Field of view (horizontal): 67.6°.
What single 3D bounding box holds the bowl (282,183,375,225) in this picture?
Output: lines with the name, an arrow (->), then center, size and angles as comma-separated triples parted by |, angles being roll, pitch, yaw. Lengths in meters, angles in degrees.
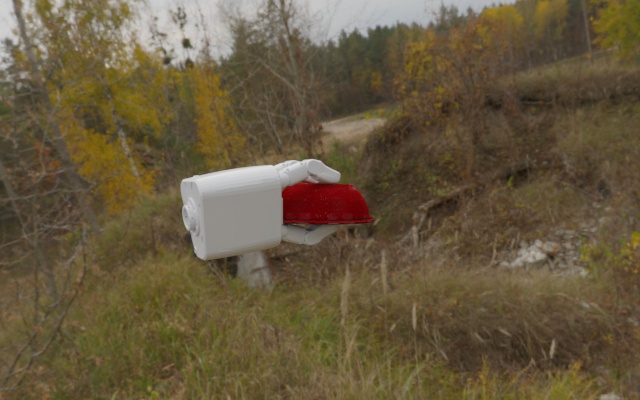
bowl -> 0.001, 0.002, 0.705 | 0.162, 0.055, 0.162 | 1, 2, 0
